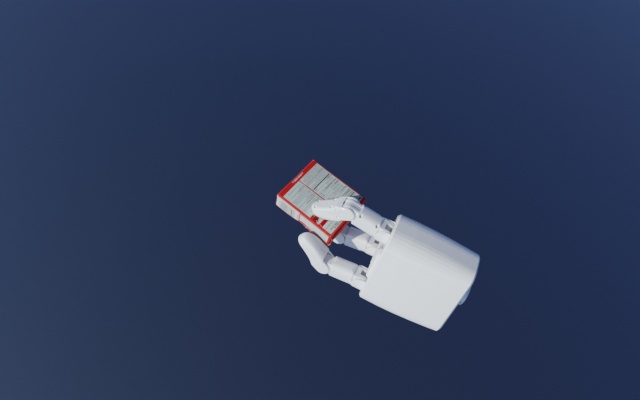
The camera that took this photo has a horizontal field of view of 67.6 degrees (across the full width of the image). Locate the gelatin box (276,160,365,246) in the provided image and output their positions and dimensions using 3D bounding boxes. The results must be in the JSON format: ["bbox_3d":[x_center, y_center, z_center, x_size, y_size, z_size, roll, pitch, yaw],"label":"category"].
[{"bbox_3d":[0.000,0.002,0.607,0.089,0.073,0.030,38,-27,11],"label":"gelatin box"}]
